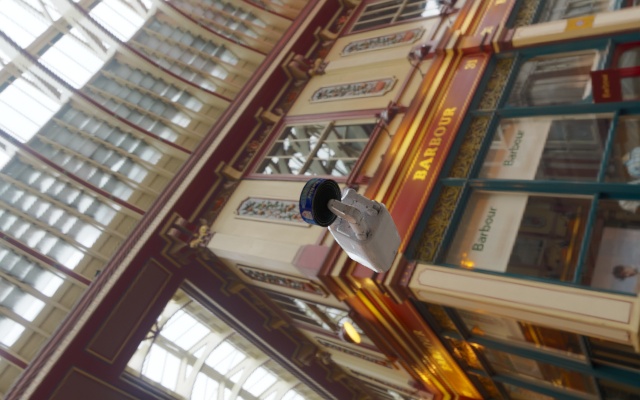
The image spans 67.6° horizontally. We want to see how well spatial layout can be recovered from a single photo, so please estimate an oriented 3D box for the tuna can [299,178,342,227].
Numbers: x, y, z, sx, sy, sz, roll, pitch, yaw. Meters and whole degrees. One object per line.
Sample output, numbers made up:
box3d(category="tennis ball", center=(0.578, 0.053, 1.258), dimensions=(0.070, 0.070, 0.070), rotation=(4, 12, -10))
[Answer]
box3d(category="tuna can", center=(0.000, 0.003, 0.845), dimensions=(0.034, 0.086, 0.086), rotation=(10, 6, 36))
